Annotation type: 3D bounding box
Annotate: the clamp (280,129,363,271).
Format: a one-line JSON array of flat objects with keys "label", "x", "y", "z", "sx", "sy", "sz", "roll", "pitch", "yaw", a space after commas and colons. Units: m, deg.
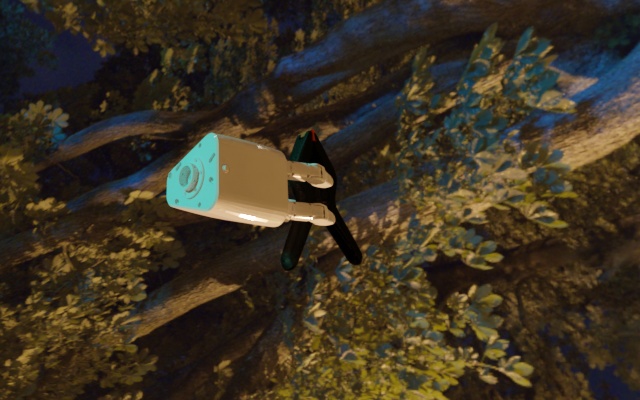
[{"label": "clamp", "x": -0.001, "y": 0.002, "z": 0.694, "sx": 0.036, "sy": 0.210, "sz": 0.164, "roll": -17, "pitch": -20, "yaw": 37}]
